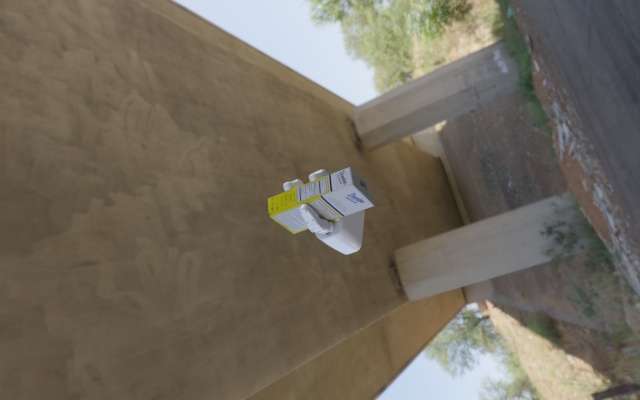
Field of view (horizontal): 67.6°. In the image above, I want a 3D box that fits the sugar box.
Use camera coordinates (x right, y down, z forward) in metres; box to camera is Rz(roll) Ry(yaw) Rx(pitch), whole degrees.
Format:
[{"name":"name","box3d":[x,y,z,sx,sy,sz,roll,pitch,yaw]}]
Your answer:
[{"name":"sugar box","box3d":[0.000,0.003,0.885,0.176,0.048,0.093,-22,-34,21]}]
